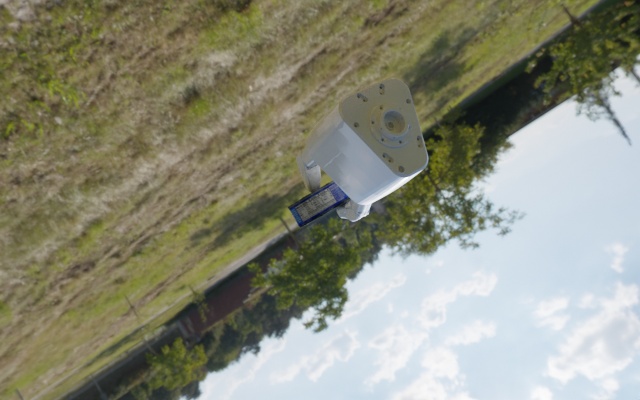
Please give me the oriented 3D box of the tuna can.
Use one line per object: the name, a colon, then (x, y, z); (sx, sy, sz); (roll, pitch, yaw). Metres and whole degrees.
tuna can: (0.000, 0.003, 0.650); (0.086, 0.034, 0.086); (-30, 0, 0)
